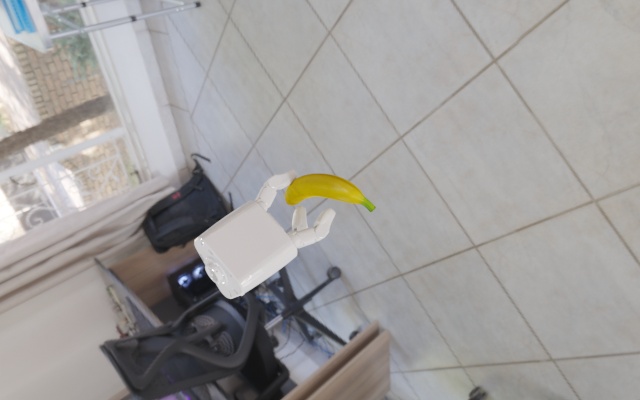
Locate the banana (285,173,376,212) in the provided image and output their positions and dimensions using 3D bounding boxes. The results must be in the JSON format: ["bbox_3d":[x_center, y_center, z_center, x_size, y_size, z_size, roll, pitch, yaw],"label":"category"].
[{"bbox_3d":[-0.004,-0.013,0.763,0.198,0.070,0.037,6,38,47],"label":"banana"}]
